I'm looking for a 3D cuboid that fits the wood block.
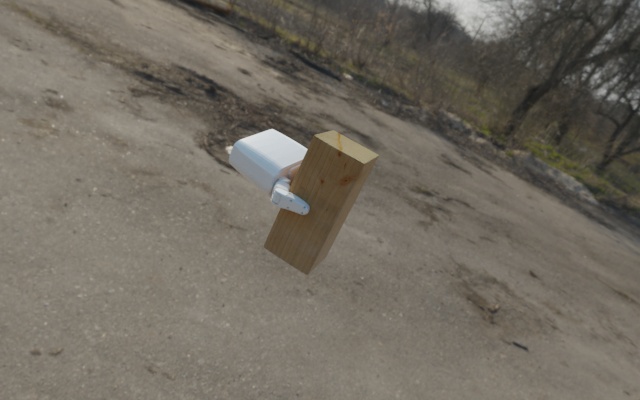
[{"bbox_3d":[0.000,0.002,0.769,0.090,0.206,0.091,31,22,13],"label":"wood block"}]
